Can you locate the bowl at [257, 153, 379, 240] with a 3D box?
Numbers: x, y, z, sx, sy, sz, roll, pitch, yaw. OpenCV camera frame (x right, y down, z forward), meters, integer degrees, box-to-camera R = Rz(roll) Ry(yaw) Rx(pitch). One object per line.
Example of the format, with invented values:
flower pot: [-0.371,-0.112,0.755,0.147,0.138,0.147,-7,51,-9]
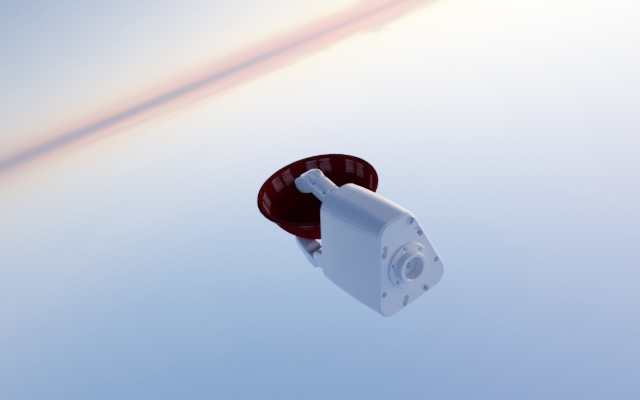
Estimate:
bowl: [0.000,0.002,0.636,0.162,0.055,0.162,-9,36,7]
